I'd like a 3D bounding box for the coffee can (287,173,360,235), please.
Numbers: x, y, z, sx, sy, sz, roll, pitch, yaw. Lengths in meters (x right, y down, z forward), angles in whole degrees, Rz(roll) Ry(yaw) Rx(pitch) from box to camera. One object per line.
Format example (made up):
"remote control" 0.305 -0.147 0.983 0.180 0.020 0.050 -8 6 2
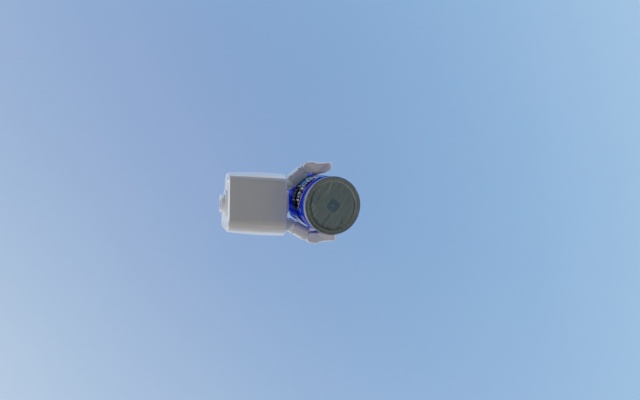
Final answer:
"coffee can" 0.000 0.003 0.890 0.103 0.103 0.140 0 5 -19
